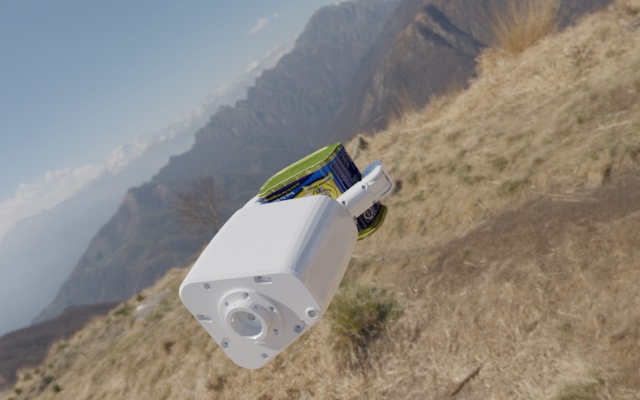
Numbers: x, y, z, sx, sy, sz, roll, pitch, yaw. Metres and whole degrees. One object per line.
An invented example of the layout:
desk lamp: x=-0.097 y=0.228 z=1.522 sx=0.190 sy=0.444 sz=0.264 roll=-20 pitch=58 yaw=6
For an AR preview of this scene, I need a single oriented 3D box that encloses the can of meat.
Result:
can of meat: x=0.000 y=0.001 z=0.469 sx=0.102 sy=0.084 sz=0.057 roll=-26 pitch=18 yaw=30
